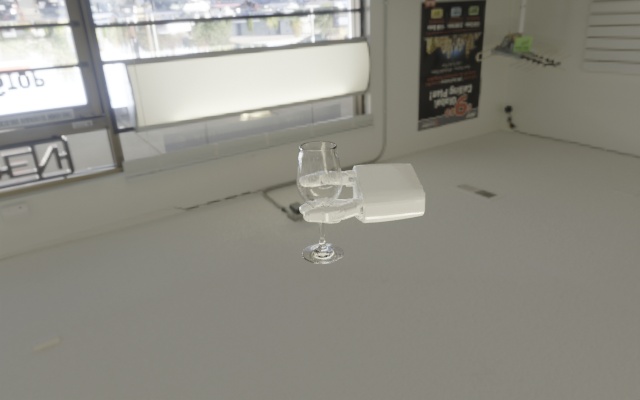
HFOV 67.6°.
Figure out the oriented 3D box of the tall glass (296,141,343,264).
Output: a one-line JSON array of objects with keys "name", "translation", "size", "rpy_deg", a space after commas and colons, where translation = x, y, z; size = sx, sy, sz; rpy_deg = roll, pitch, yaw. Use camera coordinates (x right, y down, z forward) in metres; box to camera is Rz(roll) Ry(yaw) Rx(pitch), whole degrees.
[{"name": "tall glass", "translation": [0.000, 0.003, 0.819], "size": [0.079, 0.201, 0.079], "rpy_deg": [-3, 22, 1]}]
